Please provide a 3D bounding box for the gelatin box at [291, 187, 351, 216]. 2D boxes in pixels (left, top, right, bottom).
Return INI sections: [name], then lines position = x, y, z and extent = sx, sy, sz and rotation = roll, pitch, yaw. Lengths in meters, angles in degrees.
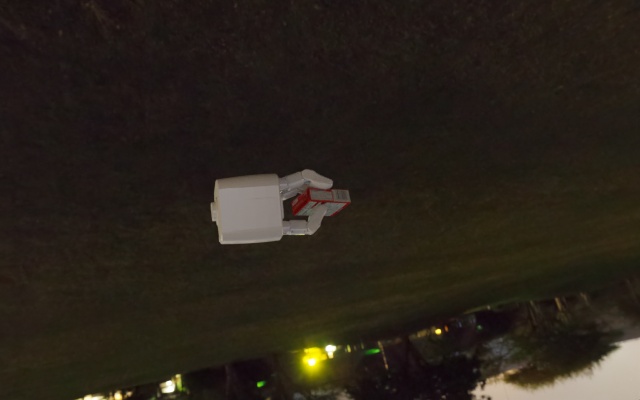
[gelatin box]
position = 0.001, 0.003, 0.894
extent = 0.089, 0.030, 0.073
rotation = 3, -24, -28
